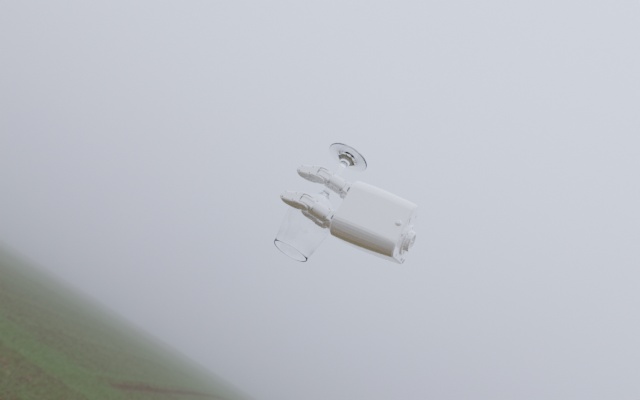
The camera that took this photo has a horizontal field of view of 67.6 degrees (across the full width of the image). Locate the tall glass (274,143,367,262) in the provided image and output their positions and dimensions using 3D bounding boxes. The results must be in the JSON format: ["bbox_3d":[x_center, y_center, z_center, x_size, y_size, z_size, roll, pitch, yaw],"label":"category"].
[{"bbox_3d":[0.000,0.002,0.796,0.079,0.201,0.079,27,-22,12],"label":"tall glass"}]
